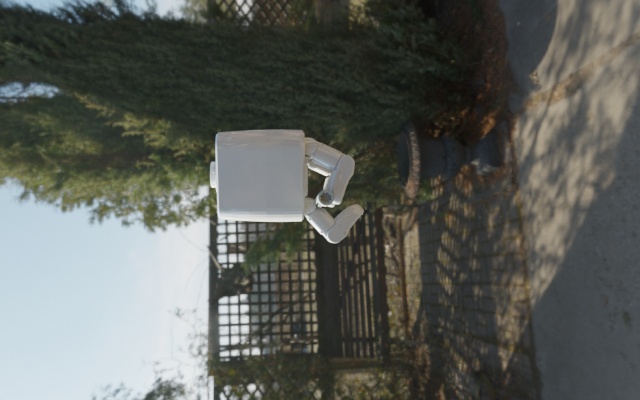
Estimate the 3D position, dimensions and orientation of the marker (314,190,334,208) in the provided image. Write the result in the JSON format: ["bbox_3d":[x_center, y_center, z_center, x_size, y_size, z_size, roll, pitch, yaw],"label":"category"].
[{"bbox_3d":[0.000,0.002,0.611,0.020,0.020,0.121,0,-5,-6],"label":"marker"}]
